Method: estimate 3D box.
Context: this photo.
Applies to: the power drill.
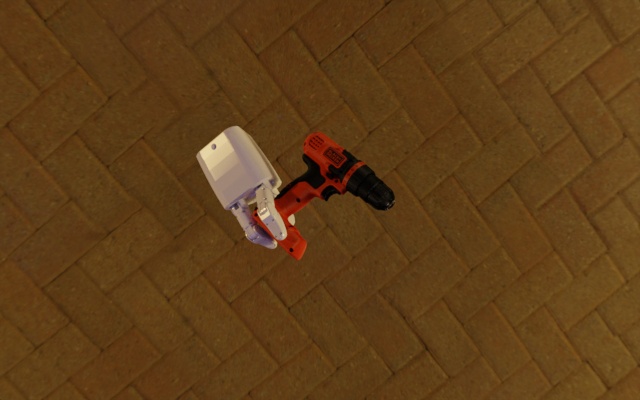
[{"bbox_3d":[0.000,0.003,0.763,0.184,0.187,0.057,41,-6,25],"label":"power drill"}]
